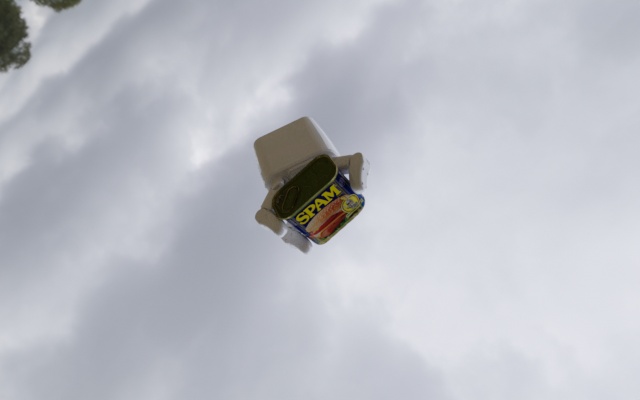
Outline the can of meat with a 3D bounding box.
[{"bbox_3d":[0.000,0.002,0.647,0.084,0.102,0.057,42,10,-41],"label":"can of meat"}]
